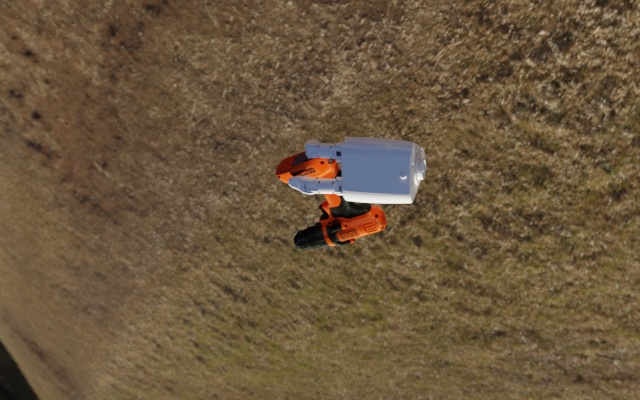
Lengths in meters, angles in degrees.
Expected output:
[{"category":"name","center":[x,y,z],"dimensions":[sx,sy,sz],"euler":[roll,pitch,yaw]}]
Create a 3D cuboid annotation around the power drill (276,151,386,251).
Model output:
[{"category":"power drill","center":[0.000,0.002,0.841],"dimensions":[0.184,0.188,0.057],"euler":[-19,31,23]}]
